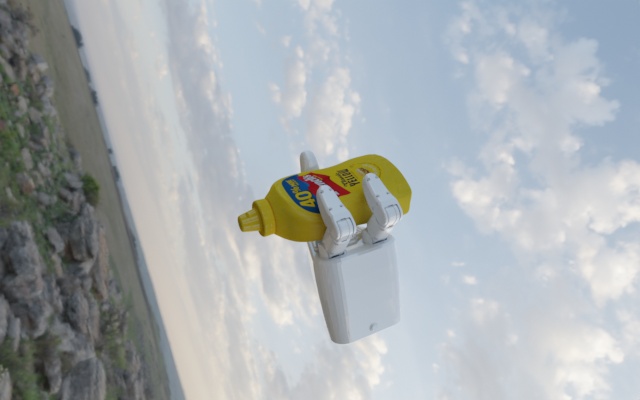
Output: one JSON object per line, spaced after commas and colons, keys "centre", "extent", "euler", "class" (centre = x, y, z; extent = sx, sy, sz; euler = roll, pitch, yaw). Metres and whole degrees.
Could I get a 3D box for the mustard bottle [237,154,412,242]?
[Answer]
{"centre": [0.000, 0.001, 0.542], "extent": [0.191, 0.058, 0.096], "euler": [-16, 42, -21], "class": "mustard bottle"}
